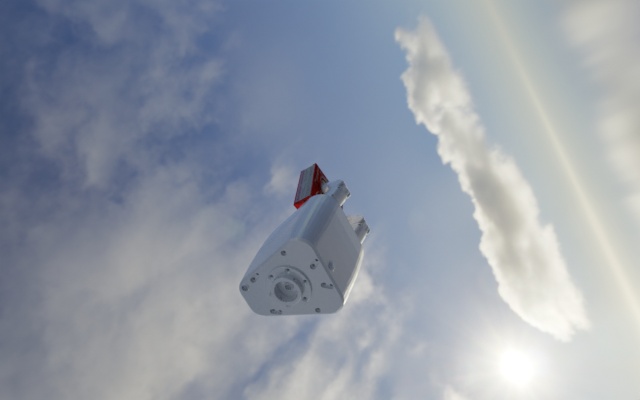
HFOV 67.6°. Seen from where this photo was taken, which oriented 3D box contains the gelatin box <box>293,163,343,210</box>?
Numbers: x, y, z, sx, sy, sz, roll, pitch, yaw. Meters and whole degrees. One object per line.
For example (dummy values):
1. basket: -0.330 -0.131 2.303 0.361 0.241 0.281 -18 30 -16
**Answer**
1. gelatin box: 0.000 0.002 0.649 0.030 0.073 0.089 -27 27 20
